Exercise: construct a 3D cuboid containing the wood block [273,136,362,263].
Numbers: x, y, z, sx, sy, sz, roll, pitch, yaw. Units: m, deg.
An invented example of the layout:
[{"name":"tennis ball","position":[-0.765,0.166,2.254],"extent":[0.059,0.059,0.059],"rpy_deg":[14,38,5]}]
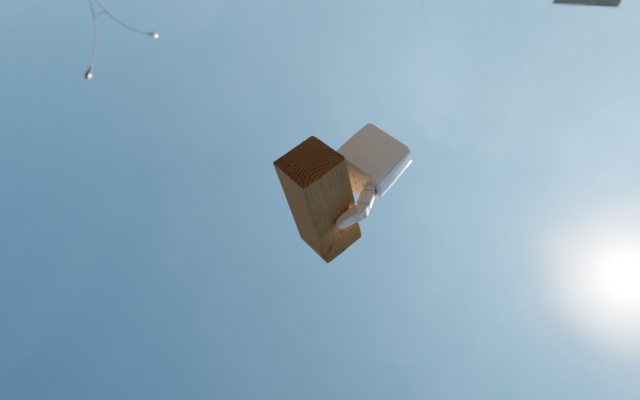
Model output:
[{"name":"wood block","position":[0.001,0.003,0.843],"extent":[0.090,0.206,0.090],"rpy_deg":[-37,50,-17]}]
